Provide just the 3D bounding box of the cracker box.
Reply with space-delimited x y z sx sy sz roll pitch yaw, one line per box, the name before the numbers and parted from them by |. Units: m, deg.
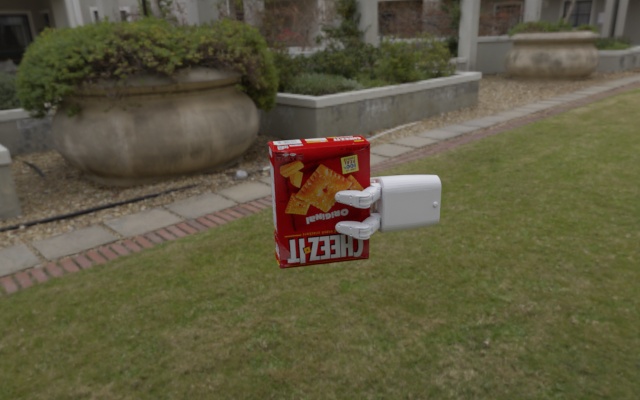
cracker box | 0.000 0.002 0.823 0.164 0.214 0.072 -5 20 -10
